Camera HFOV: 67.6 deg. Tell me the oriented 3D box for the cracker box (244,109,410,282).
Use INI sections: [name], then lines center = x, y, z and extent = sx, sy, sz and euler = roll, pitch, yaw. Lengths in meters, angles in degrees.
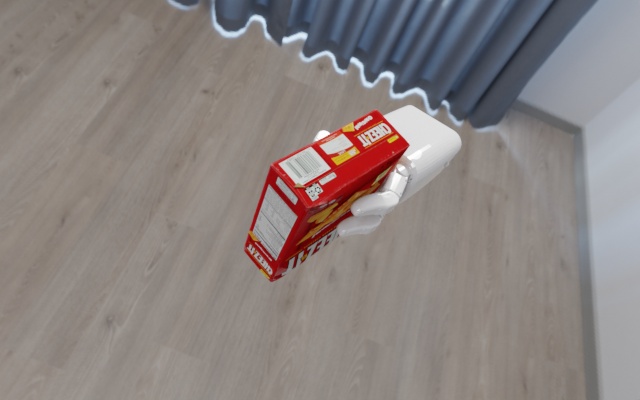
[cracker box]
center = 0.000, 0.002, 0.607
extent = 0.164, 0.072, 0.214
euler = -32, -17, -31
